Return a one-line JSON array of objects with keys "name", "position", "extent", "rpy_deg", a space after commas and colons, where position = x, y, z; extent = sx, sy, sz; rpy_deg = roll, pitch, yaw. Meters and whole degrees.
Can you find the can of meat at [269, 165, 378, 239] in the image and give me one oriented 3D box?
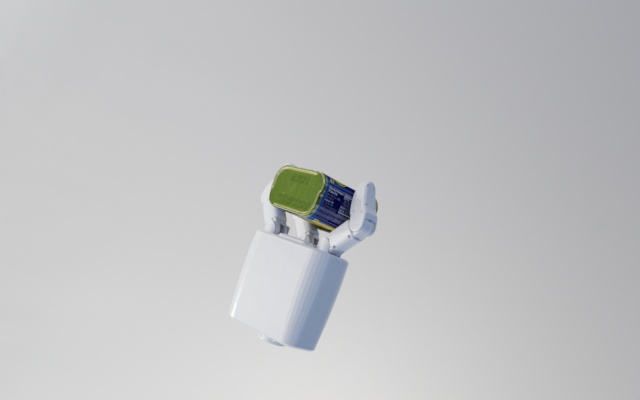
[{"name": "can of meat", "position": [0.000, 0.002, 0.550], "extent": [0.084, 0.057, 0.102], "rpy_deg": [26, -6, -37]}]
